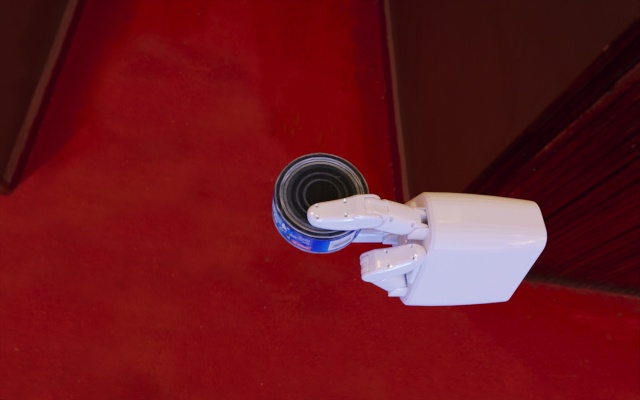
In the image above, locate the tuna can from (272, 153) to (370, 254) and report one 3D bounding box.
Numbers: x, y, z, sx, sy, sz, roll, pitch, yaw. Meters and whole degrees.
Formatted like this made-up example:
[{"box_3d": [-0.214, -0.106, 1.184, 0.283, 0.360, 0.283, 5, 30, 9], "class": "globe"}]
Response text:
[{"box_3d": [0.000, 0.001, 0.423, 0.086, 0.086, 0.034, 0, -26, -6], "class": "tuna can"}]
